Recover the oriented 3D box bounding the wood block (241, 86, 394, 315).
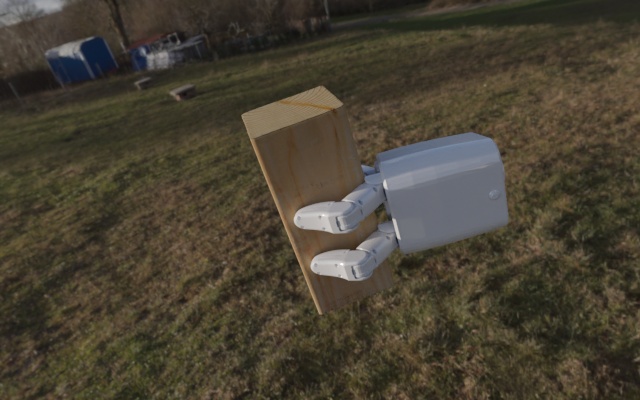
[{"bbox_3d":[0.000,0.001,0.494,0.090,0.206,0.090,-21,28,-4],"label":"wood block"}]
